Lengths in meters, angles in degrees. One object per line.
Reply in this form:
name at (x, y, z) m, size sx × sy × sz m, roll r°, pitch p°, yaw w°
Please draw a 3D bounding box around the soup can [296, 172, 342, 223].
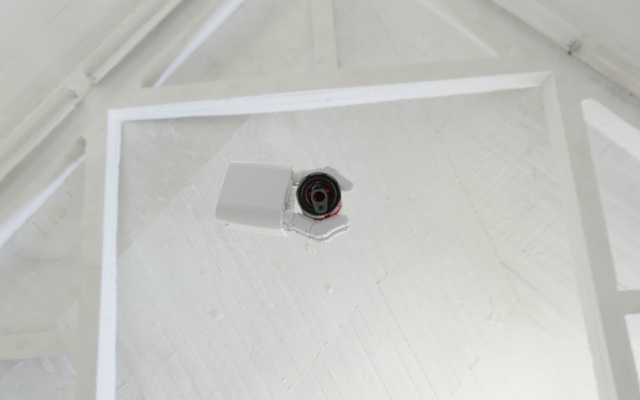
soup can at (0.001, 0.002, 0.754) m, size 0.068 × 0.068 × 0.102 m, roll 0°, pitch -14°, yaw 4°
